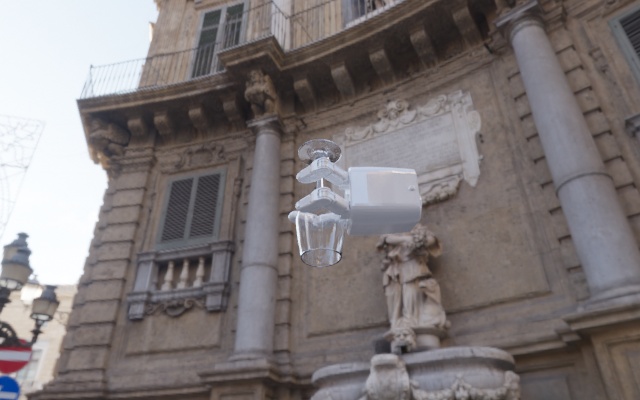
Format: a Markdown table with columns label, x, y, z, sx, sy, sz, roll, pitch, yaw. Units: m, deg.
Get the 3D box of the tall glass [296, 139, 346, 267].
| label | x | y | z | sx | sy | sz | roll | pitch | yaw |
| --- | --- | --- | --- | --- | --- | --- | --- | --- | --- |
| tall glass | 0.000 | 0.002 | 0.763 | 0.079 | 0.201 | 0.079 | 0 | -33 | 0 |
